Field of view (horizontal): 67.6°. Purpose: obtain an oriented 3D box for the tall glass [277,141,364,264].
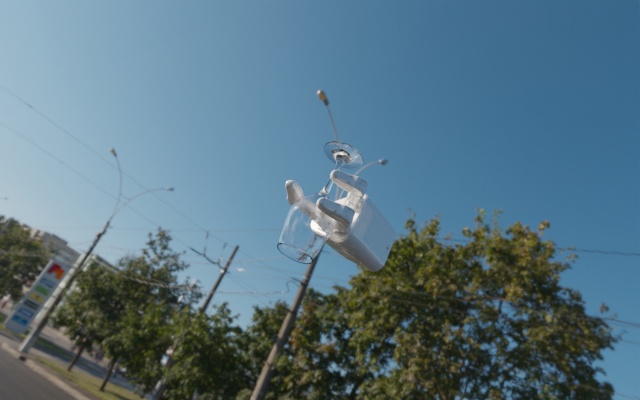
[{"bbox_3d":[0.000,0.002,0.780,0.079,0.201,0.079,21,-26,11],"label":"tall glass"}]
